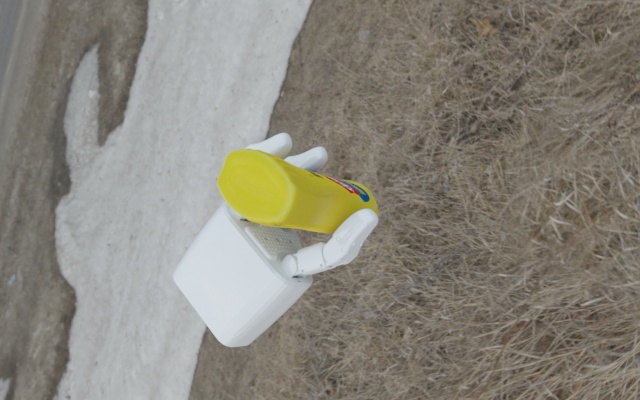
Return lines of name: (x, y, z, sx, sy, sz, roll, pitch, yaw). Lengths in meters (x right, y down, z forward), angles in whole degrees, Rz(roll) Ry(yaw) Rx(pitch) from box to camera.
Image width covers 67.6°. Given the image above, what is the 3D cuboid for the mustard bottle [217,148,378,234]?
mustard bottle: (0.000, 0.001, 0.468, 0.096, 0.058, 0.192, 25, 7, 38)
